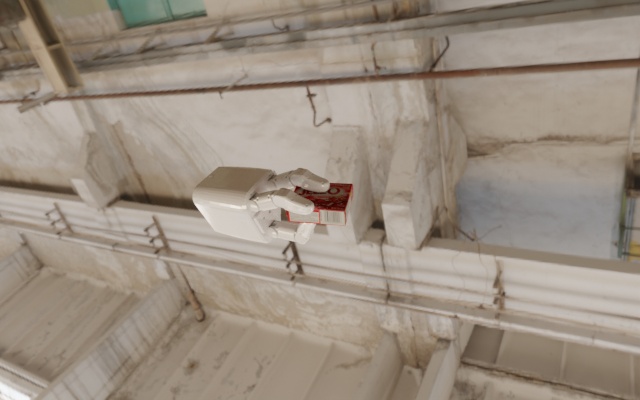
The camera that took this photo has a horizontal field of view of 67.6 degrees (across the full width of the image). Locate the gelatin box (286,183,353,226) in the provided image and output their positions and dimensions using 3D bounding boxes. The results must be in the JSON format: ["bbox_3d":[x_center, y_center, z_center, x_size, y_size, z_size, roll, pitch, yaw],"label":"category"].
[{"bbox_3d":[0.000,0.003,0.715,0.089,0.030,0.073,4,35,12],"label":"gelatin box"}]
